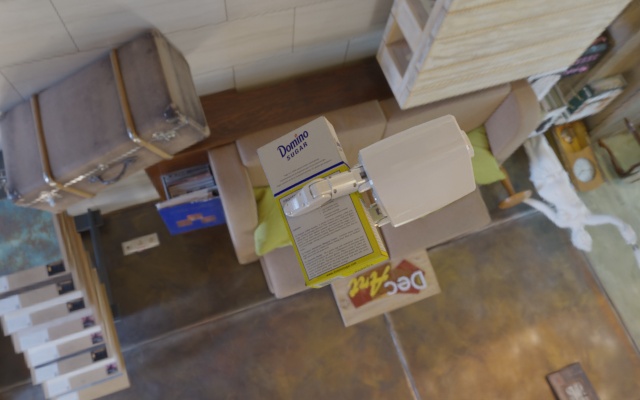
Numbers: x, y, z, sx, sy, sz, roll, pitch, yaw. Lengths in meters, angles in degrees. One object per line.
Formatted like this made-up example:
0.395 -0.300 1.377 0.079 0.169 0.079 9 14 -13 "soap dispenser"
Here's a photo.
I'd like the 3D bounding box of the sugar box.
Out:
0.000 0.002 0.549 0.093 0.176 0.048 -25 -19 12 "sugar box"
